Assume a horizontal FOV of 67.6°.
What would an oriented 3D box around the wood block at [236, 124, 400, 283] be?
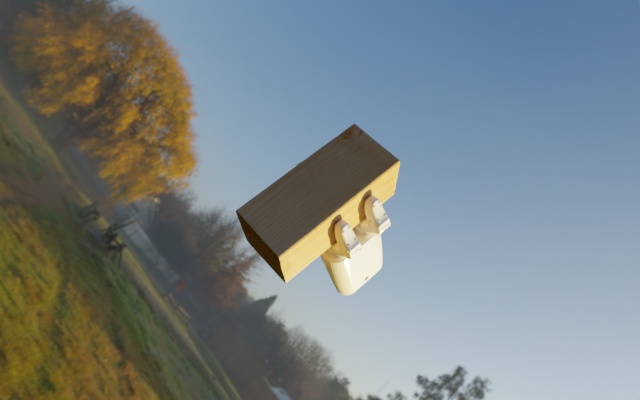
[{"bbox_3d":[0.000,0.002,0.649,0.206,0.090,0.090,-38,-25,-19],"label":"wood block"}]
